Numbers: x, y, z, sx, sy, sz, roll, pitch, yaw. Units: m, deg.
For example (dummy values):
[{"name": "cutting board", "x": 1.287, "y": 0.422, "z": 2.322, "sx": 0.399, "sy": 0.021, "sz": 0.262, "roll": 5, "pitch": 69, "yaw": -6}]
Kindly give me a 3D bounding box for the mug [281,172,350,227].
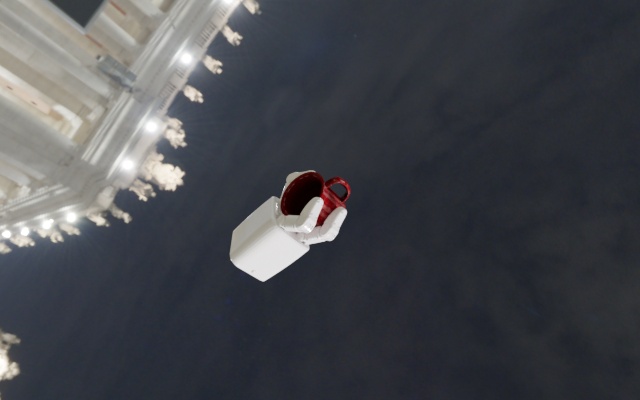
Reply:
[{"name": "mug", "x": 0.001, "y": 0.002, "z": 0.835, "sx": 0.117, "sy": 0.093, "sz": 0.081, "roll": -37, "pitch": -48, "yaw": 14}]
